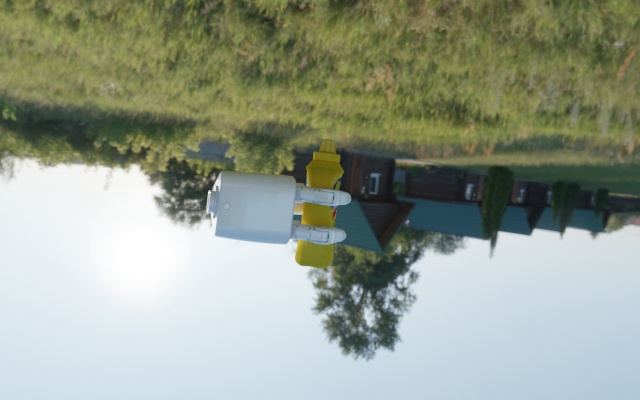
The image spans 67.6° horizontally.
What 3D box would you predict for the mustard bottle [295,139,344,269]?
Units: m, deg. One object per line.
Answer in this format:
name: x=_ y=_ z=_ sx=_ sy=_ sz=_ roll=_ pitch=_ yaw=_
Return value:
mustard bottle: x=0.000 y=0.003 z=0.732 sx=0.058 sy=0.191 sz=0.096 roll=7 pitch=3 yaw=7
